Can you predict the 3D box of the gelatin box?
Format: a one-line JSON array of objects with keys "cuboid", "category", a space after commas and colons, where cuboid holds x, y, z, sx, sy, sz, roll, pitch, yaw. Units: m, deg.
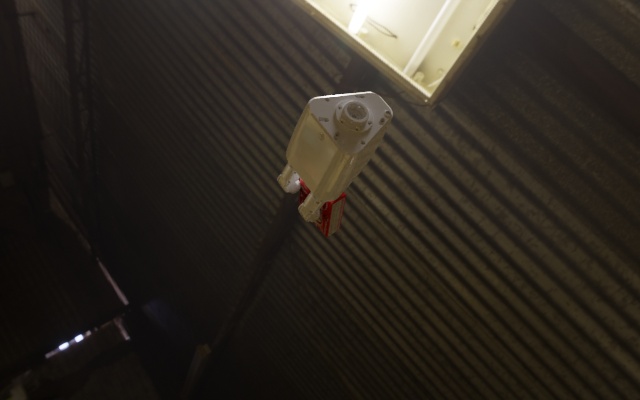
[{"cuboid": [0.000, 0.002, 0.724, 0.030, 0.073, 0.089, -32, -29, -26], "category": "gelatin box"}]
